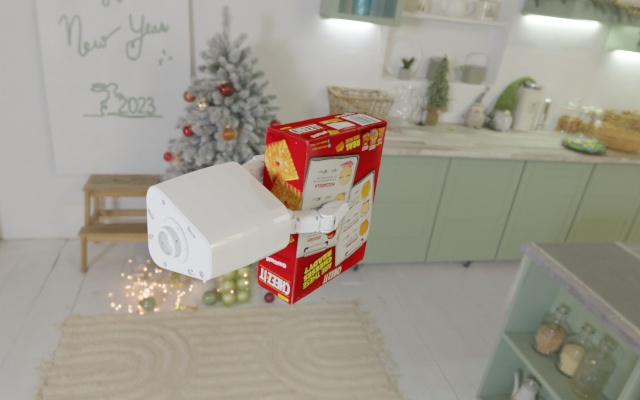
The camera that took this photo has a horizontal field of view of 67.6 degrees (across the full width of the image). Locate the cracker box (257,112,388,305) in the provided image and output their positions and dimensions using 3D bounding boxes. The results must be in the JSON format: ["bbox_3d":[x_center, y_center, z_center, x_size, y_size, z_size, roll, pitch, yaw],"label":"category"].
[{"bbox_3d":[0.000,0.002,0.618,0.072,0.214,0.164,24,30,32],"label":"cracker box"}]
